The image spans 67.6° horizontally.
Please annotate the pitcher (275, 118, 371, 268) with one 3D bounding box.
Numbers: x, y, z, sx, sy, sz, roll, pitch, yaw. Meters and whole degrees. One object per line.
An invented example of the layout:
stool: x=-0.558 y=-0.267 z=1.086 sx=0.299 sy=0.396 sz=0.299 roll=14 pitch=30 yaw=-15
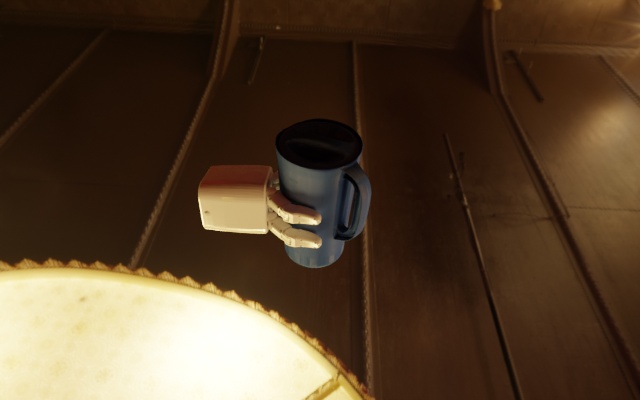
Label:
pitcher: x=0.000 y=0.003 z=0.789 sx=0.145 sy=0.243 sz=0.149 roll=2 pitch=42 yaw=0
